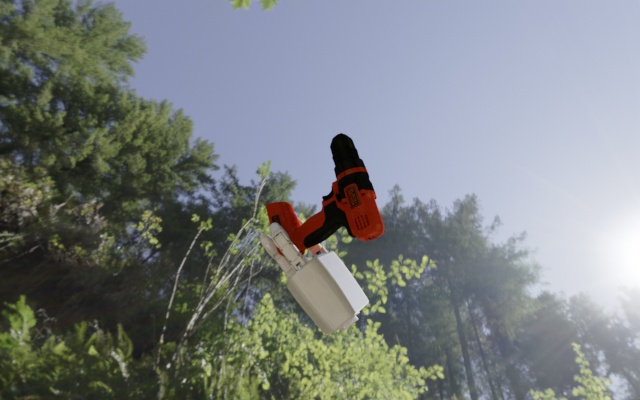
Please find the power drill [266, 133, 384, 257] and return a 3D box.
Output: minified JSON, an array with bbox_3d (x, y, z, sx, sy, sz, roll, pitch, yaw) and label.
[{"bbox_3d":[0.000,0.003,0.787,0.188,0.184,0.057,-28,-25,27],"label":"power drill"}]
